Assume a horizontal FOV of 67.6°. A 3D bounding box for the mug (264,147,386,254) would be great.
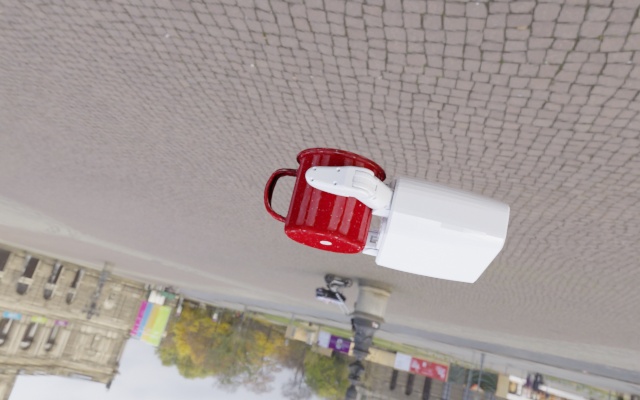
[{"bbox_3d":[-0.001,0.001,0.474,0.117,0.081,0.093,12,-16,7],"label":"mug"}]
